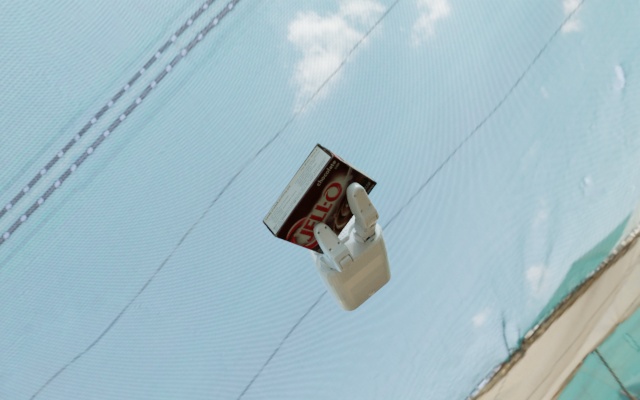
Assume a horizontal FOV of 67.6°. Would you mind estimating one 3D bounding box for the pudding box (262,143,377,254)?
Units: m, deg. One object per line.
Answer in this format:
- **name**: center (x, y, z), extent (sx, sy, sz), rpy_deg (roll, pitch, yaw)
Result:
- **pudding box**: center (0.000, 0.002, 0.554), extent (0.090, 0.113, 0.039), rpy_deg (26, 11, -48)
